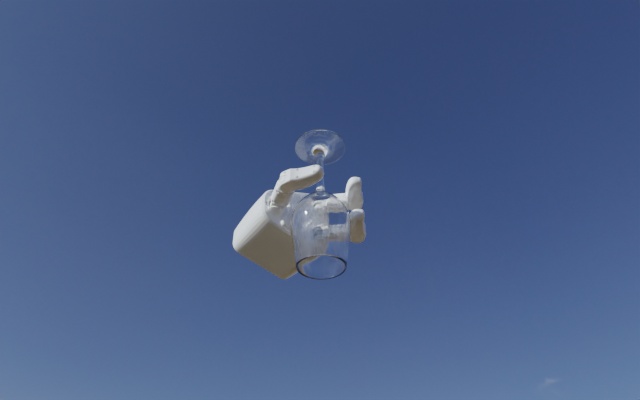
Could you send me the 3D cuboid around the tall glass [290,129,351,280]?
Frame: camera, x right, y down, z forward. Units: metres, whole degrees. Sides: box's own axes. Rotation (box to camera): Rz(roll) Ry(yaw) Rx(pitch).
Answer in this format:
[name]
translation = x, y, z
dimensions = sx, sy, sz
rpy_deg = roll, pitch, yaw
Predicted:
[tall glass]
translation = 0.000, 0.001, 0.637
dimensions = 0.079, 0.200, 0.079
rpy_deg = -1, -37, 0
